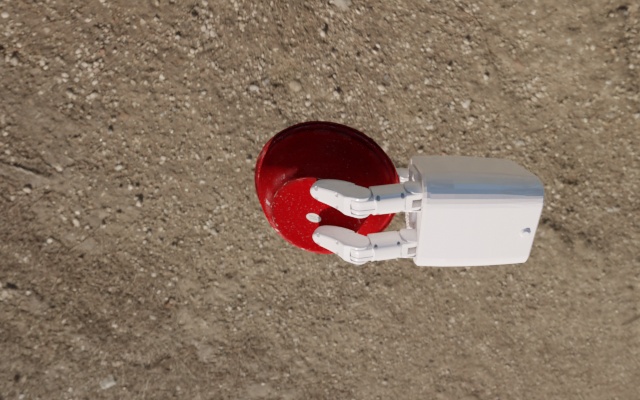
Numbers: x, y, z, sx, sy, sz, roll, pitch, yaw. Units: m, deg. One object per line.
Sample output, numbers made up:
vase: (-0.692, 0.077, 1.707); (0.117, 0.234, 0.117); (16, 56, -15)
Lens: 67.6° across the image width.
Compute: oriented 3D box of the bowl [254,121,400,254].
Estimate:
bowl: (-0.001, 0.002, 0.499); (0.162, 0.162, 0.055); (0, 33, 14)
